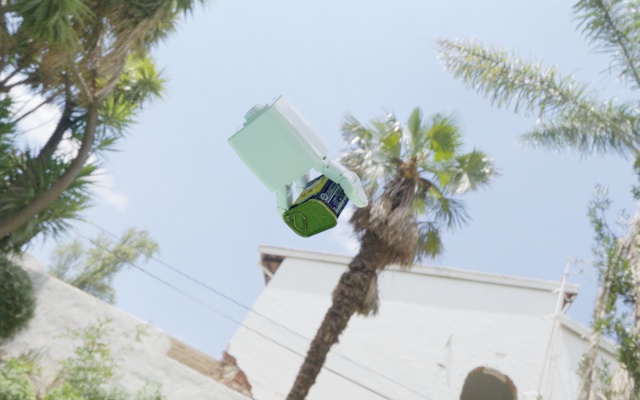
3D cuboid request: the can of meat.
[{"bbox_3d":[0.000,0.002,0.746,0.102,0.057,0.084,-26,24,49],"label":"can of meat"}]
